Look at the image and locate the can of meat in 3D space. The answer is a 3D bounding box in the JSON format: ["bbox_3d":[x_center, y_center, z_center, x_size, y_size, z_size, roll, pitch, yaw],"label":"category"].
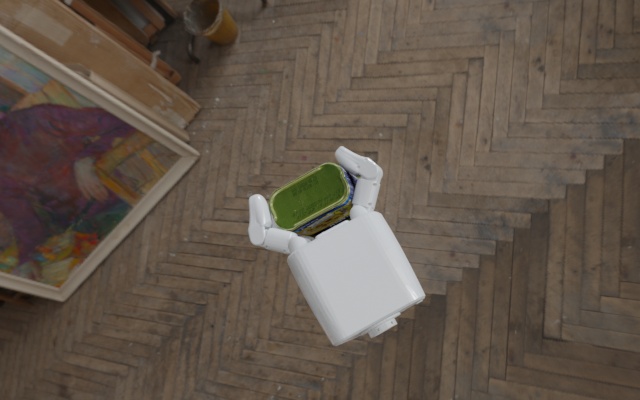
[{"bbox_3d":[0.000,0.002,0.568,0.102,0.057,0.084,-29,-17,15],"label":"can of meat"}]
